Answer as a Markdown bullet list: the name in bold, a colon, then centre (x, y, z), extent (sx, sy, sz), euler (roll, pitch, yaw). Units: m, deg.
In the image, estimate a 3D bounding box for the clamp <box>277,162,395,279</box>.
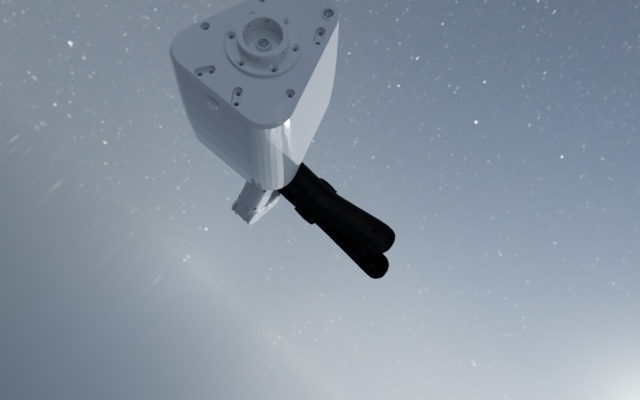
- **clamp**: centre (0.000, 0.001, 0.417), extent (0.171, 0.039, 0.120), euler (40, -17, 8)
